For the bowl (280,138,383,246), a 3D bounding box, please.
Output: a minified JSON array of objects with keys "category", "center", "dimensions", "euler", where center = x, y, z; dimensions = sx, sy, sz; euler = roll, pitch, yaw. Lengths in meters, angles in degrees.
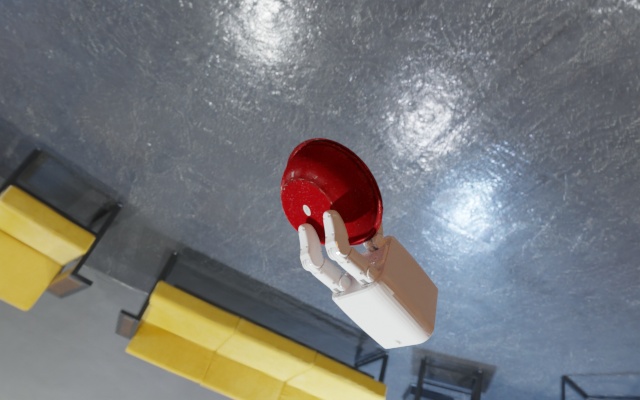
[{"category":"bowl","center":[-0.001,0.001,0.633],"dimensions":[0.162,0.162,0.055],"euler":[0,26,42]}]
